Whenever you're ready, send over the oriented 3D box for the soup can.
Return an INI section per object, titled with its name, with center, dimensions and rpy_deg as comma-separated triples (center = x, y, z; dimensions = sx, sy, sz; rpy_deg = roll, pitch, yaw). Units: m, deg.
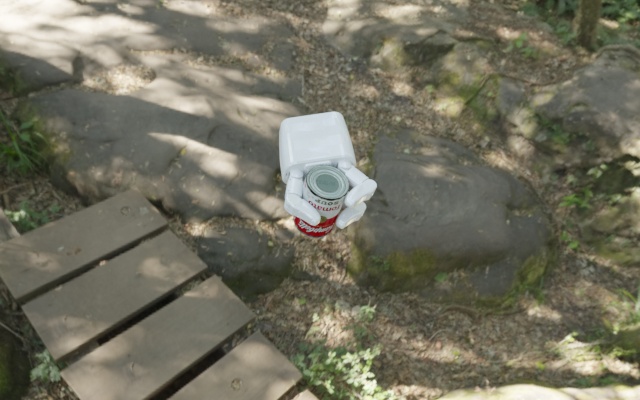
[soup can]
center = 0.000, 0.003, 0.741
dimensions = 0.068, 0.068, 0.102
rpy_deg = 0, -37, -16
